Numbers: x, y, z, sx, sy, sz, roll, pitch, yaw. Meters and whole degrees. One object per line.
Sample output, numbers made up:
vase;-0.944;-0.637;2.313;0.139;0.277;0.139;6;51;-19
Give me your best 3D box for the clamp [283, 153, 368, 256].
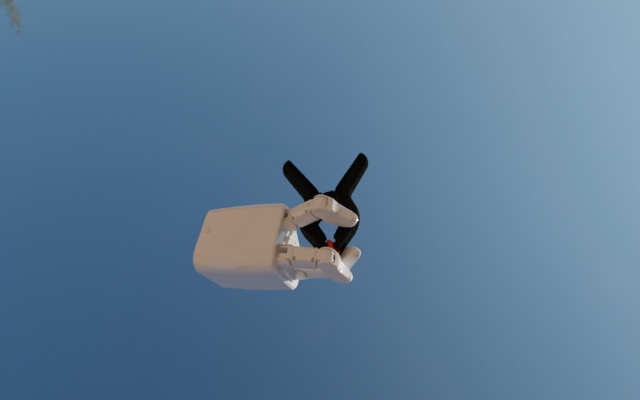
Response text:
clamp;0.000;0.003;0.635;0.120;0.171;0.039;-3;-41;13
